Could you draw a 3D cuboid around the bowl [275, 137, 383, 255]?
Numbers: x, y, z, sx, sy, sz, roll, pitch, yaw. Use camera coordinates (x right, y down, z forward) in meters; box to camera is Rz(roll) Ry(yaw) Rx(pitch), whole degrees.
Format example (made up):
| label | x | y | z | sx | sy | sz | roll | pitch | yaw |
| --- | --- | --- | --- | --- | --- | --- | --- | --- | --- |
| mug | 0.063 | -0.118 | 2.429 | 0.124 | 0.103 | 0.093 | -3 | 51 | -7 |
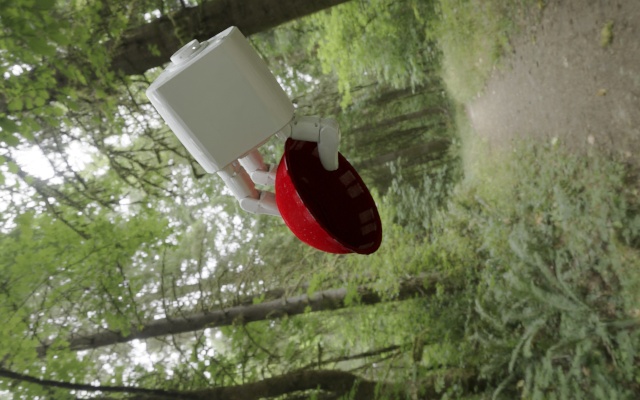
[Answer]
| label | x | y | z | sx | sy | sz | roll | pitch | yaw |
| --- | --- | --- | --- | --- | --- | --- | --- | --- | --- |
| bowl | 0.001 | 0.003 | 0.547 | 0.055 | 0.162 | 0.162 | -36 | -19 | 27 |
